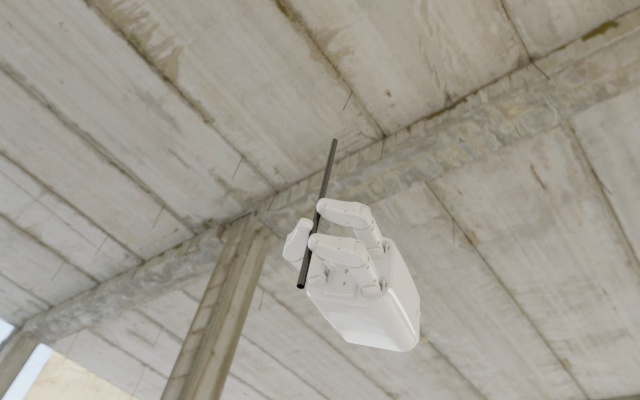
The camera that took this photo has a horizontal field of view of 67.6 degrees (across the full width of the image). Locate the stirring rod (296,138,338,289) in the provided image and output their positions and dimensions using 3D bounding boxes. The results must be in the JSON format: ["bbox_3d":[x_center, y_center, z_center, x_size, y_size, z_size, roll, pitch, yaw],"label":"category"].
[{"bbox_3d":[0.000,0.002,0.542,0.011,0.011,0.239,0,42,12],"label":"stirring rod"}]
